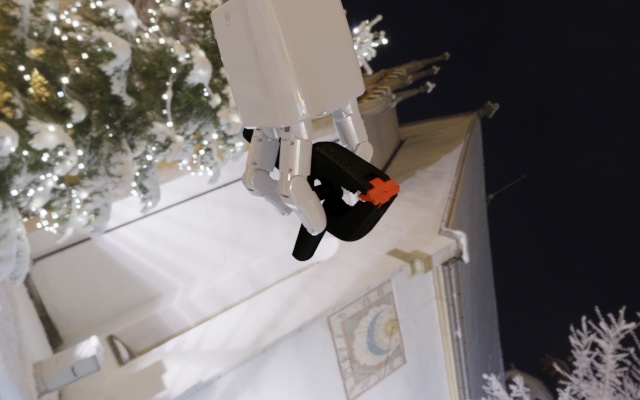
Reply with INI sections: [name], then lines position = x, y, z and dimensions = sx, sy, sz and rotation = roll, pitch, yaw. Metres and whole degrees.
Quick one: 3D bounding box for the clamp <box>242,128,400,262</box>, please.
[clamp]
position = 0.001, 0.001, 0.458
dimensions = 0.036, 0.165, 0.210
rotation = -29, 21, -27
